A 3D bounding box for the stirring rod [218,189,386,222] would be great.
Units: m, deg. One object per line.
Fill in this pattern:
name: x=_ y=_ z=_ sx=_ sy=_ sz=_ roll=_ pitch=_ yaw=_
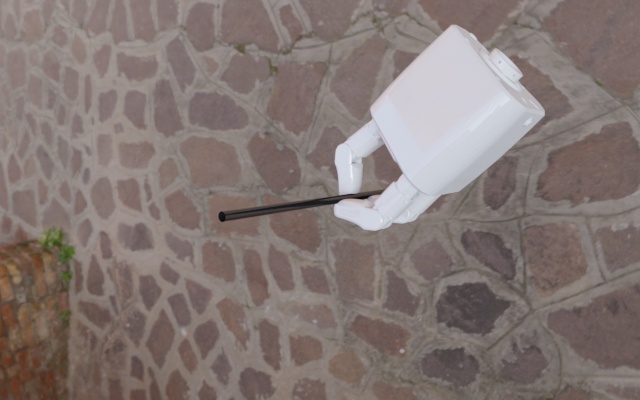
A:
stirring rod: x=0.000 y=0.001 z=0.449 sx=0.011 sy=0.011 sz=0.239 roll=0 pitch=5 yaw=38
